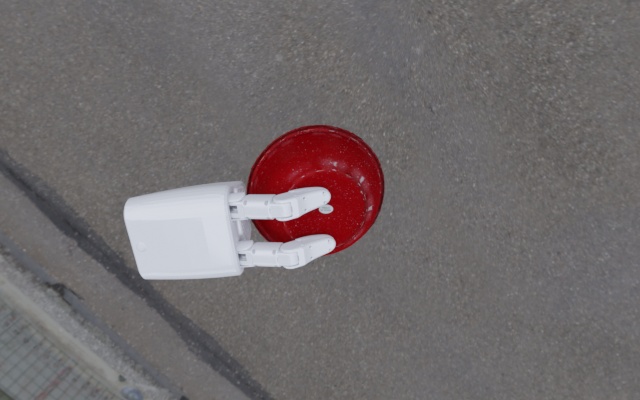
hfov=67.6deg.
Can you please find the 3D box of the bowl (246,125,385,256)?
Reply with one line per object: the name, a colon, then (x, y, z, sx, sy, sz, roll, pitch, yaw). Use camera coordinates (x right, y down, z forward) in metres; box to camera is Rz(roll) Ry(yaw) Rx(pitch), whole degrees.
bowl: (0.001, 0.001, 0.526, 0.162, 0.162, 0.055, 0, 21, -10)
